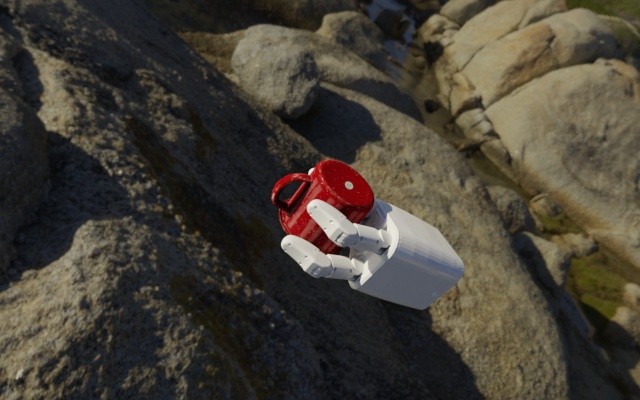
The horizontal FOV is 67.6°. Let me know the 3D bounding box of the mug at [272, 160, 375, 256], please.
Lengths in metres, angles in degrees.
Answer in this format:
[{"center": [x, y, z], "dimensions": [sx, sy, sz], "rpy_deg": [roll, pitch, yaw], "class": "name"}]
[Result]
[{"center": [-0.001, 0.001, 0.562], "dimensions": [0.117, 0.081, 0.093], "rpy_deg": [23, 35, -23], "class": "mug"}]
